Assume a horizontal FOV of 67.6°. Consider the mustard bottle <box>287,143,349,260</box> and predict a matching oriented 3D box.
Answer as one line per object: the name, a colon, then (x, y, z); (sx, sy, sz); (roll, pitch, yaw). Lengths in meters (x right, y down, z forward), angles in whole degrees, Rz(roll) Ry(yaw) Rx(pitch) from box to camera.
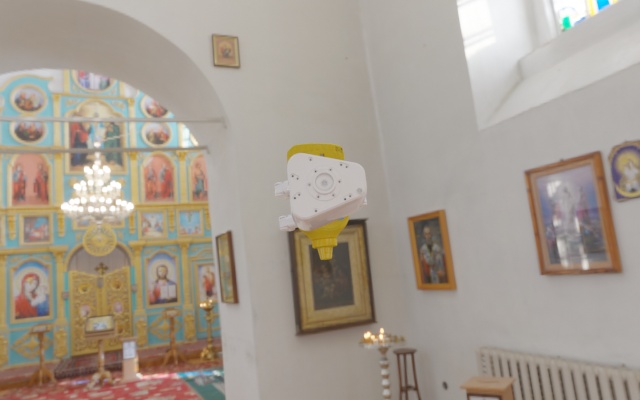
mustard bottle: (0.000, 0.002, 0.798); (0.096, 0.191, 0.058); (-2, -11, -24)
